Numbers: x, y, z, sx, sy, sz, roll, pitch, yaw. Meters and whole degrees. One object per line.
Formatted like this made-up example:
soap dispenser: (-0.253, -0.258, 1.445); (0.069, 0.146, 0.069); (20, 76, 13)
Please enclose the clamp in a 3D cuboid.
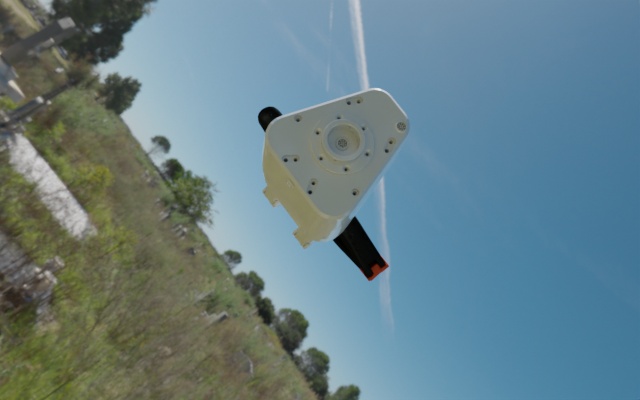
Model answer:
clamp: (0.001, 0.002, 0.554); (0.036, 0.210, 0.164); (-37, -7, -8)
